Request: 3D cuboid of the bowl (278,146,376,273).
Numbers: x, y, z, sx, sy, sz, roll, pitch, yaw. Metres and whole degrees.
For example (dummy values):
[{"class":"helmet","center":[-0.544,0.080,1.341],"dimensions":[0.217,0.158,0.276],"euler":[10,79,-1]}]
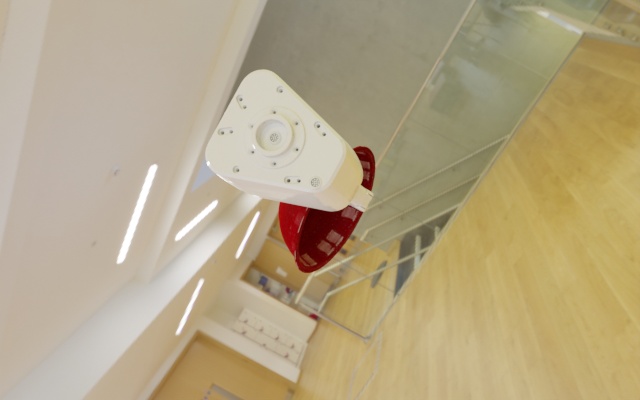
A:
[{"class":"bowl","center":[0.000,0.002,0.563],"dimensions":[0.055,0.162,0.162],"euler":[28,12,24]}]
